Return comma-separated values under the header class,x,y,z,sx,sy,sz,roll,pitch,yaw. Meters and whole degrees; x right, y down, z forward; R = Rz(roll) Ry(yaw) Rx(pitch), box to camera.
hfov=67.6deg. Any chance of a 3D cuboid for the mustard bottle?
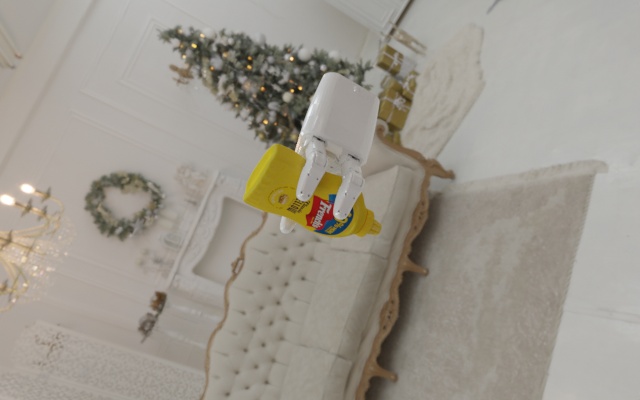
class,x,y,z,sx,sy,sz,roll,pitch,yaw
mustard bottle,0.000,0.002,0.644,0.192,0.058,0.096,25,-50,-19
